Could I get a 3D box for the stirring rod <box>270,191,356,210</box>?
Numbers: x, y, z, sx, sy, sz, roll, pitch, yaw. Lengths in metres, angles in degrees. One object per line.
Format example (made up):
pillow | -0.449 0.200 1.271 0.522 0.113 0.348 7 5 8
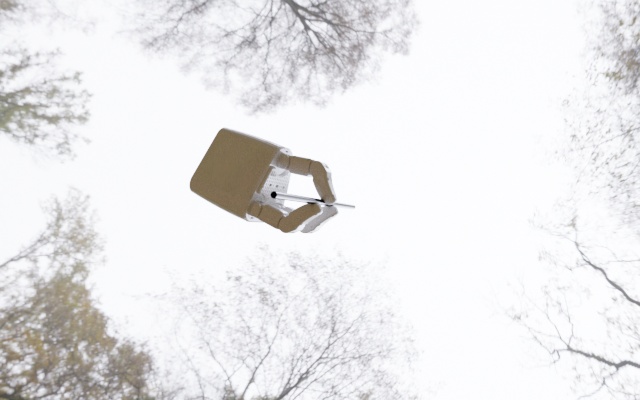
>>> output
stirring rod | 0.000 0.002 0.611 0.011 0.011 0.239 0 -4 24
